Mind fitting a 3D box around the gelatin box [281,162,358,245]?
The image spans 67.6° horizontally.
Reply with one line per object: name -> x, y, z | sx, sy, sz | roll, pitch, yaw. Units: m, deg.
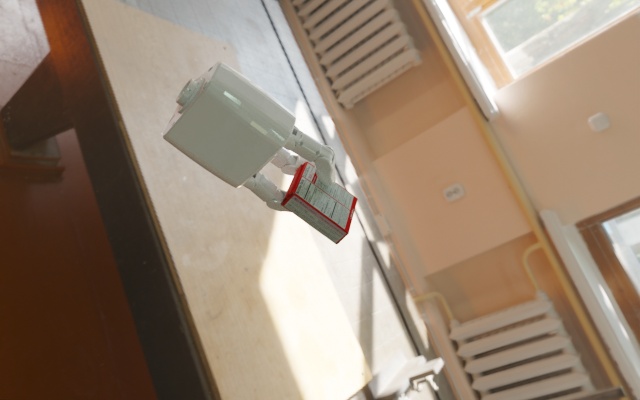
gelatin box -> 0.001, 0.002, 0.600 | 0.089, 0.073, 0.030 | 36, -53, -13
